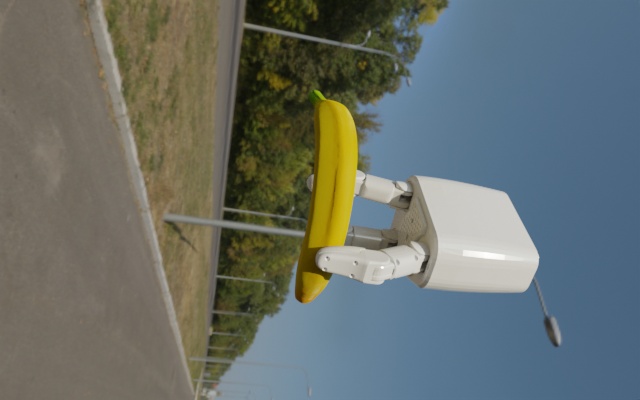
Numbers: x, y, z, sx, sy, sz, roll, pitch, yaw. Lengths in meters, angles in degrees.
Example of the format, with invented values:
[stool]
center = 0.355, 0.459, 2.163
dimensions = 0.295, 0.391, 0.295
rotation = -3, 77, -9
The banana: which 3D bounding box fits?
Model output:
[banana]
center = 0.005, -0.001, 0.418
dimensions = 0.037, 0.198, 0.069
rotation = 6, 1, -15
